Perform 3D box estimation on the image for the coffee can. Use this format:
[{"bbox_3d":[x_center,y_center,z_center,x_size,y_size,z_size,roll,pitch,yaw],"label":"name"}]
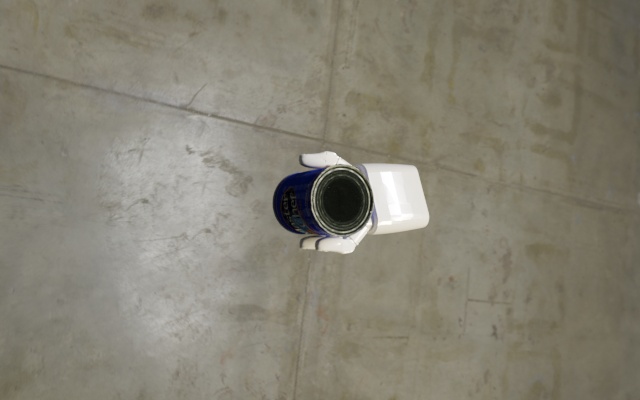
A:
[{"bbox_3d":[0.000,0.002,0.724,0.103,0.103,0.140,0,-2,-27],"label":"coffee can"}]
